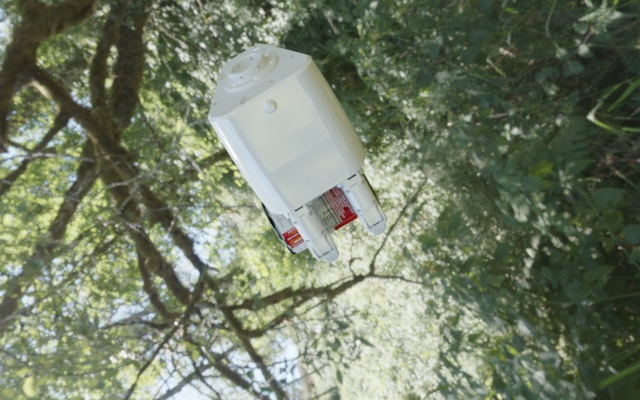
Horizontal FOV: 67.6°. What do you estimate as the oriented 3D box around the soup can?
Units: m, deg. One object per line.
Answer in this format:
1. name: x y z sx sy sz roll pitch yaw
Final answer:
1. soup can: 0.000 0.002 0.485 0.102 0.068 0.068 -31 -1 2
